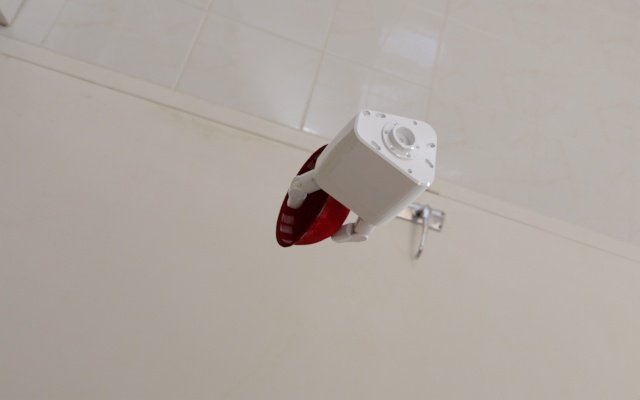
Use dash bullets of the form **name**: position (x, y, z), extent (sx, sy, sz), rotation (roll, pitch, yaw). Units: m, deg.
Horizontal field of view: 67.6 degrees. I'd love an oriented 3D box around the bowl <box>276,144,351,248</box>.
- **bowl**: position (0.000, 0.003, 0.680), extent (0.055, 0.162, 0.162), rotation (28, -11, -22)
